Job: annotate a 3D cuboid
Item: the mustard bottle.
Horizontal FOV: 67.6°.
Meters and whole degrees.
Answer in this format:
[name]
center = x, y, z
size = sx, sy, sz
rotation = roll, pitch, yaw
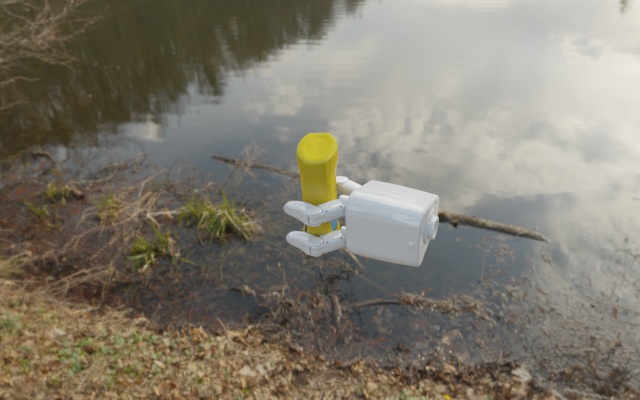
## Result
[mustard bottle]
center = 0.000, 0.002, 0.716
size = 0.058, 0.192, 0.096
rotation = -1, 33, 3
